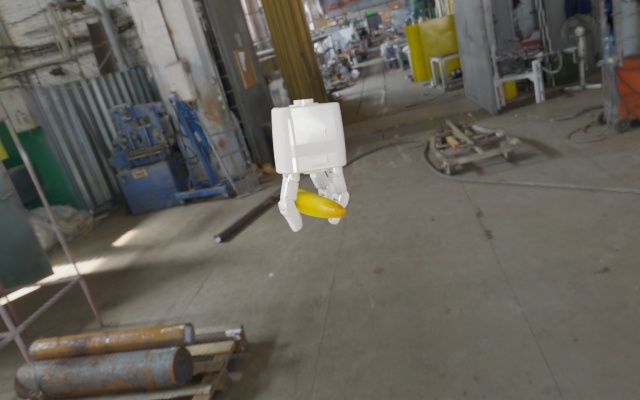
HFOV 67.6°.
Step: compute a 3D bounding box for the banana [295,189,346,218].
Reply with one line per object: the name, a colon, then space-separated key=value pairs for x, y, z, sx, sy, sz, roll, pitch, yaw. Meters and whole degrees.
banana: x=-0.019 y=0.002 z=0.815 sx=0.069 sy=0.037 sz=0.198 roll=2 pitch=6 yaw=-16
